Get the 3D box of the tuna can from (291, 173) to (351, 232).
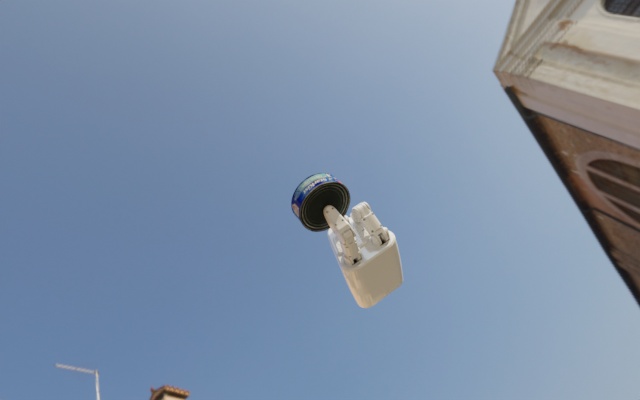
[{"bbox_3d":[0.000,0.002,0.715,0.086,0.086,0.033,0,30,-34],"label":"tuna can"}]
